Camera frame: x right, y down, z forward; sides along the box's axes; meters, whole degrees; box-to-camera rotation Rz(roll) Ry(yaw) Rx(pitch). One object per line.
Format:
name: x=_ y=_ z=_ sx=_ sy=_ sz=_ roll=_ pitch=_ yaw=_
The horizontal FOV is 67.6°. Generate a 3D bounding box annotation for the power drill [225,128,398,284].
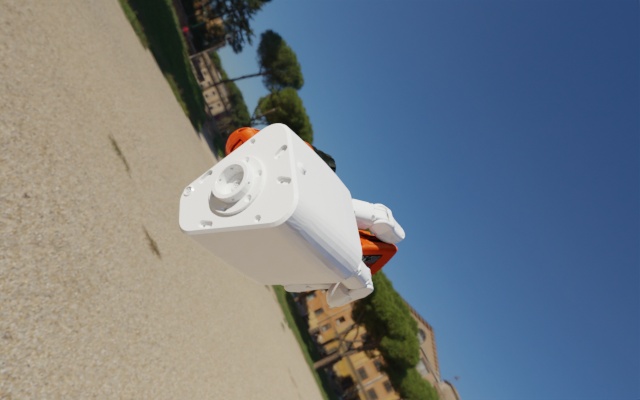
power drill: x=0.000 y=0.002 z=0.531 sx=0.187 sy=0.057 sz=0.184 roll=51 pitch=23 yaw=25
